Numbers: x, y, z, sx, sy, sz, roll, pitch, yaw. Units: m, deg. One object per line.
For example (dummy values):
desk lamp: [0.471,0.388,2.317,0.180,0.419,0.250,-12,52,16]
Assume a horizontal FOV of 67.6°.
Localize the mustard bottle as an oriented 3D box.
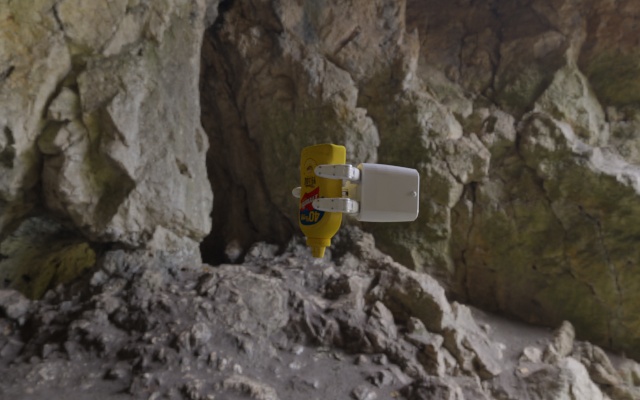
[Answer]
mustard bottle: [0.000,0.002,0.826,0.058,0.191,0.096,5,-5,-37]
